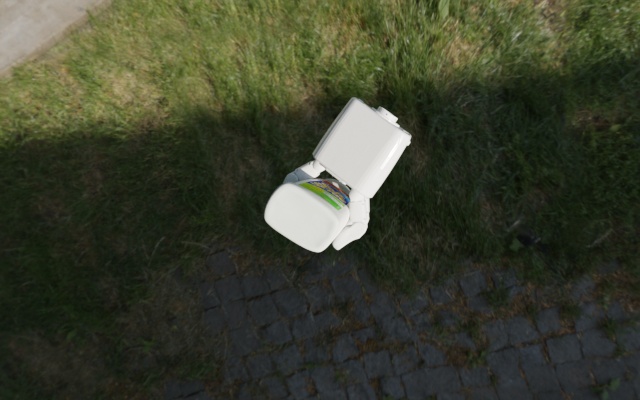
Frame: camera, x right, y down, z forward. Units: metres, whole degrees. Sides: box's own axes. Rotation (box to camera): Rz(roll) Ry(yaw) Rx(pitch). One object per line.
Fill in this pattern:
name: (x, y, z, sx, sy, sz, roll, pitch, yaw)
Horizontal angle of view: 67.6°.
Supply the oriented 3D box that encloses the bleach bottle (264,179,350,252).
bleach bottle: (0.000, 0.003, 0.733, 0.102, 0.068, 0.251, 34, 15, 4)
